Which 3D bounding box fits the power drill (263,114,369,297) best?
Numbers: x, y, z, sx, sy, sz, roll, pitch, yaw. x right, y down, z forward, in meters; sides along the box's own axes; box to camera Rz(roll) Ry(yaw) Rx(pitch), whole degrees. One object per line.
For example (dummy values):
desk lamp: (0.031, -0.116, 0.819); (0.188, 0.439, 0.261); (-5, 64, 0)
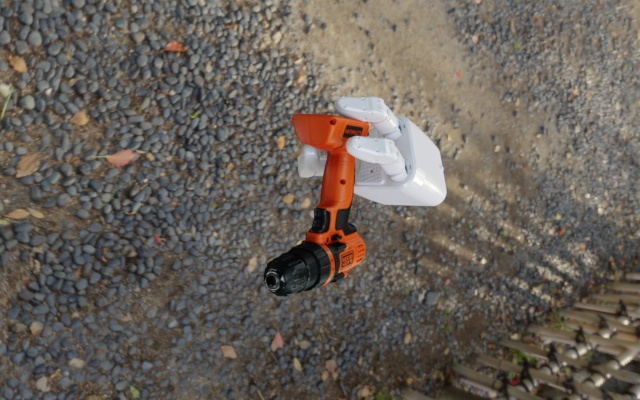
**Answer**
power drill: (0.000, 0.001, 0.525); (0.057, 0.188, 0.184); (8, 9, 26)
